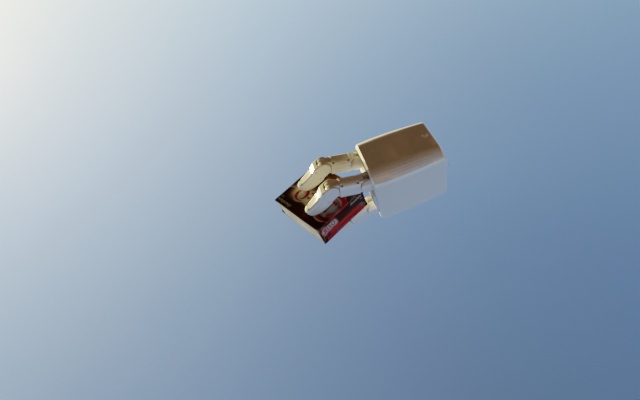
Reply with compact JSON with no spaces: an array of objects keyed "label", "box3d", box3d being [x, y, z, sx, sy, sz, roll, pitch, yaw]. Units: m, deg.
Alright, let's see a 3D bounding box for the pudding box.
[{"label":"pudding box","box3d":[0.000,0.002,0.714,0.090,0.039,0.113,-42,42,-16]}]
